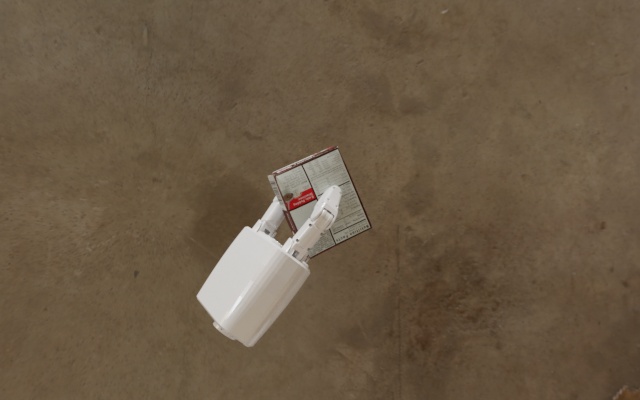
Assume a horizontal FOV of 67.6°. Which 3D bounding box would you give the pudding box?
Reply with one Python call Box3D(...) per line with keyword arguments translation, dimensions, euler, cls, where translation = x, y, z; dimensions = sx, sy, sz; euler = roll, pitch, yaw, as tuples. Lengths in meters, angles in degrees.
Box3D(translation=(0.000, 0.002, 0.581), dimensions=(0.090, 0.113, 0.039), euler=(-25, 10, -13), cls="pudding box")
